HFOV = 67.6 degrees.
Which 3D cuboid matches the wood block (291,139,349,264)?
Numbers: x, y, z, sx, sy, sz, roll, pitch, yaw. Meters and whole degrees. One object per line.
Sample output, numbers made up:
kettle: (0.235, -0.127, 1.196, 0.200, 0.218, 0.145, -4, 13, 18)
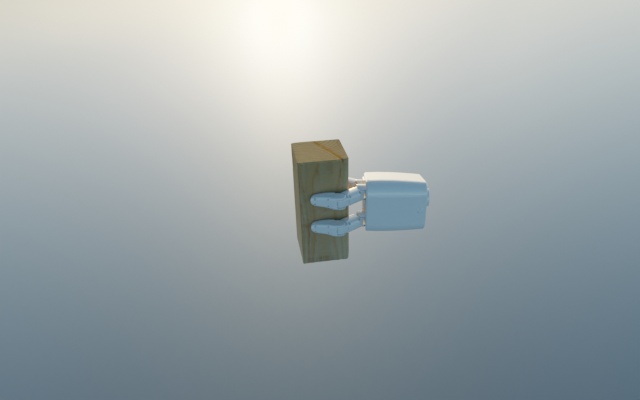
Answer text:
wood block: (0.000, 0.003, 0.874, 0.090, 0.206, 0.090, -6, 30, -7)
